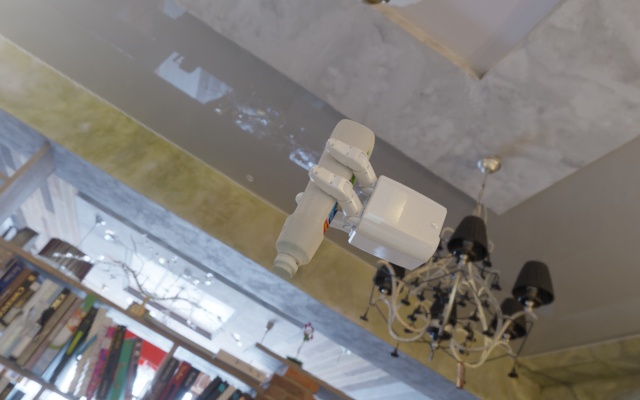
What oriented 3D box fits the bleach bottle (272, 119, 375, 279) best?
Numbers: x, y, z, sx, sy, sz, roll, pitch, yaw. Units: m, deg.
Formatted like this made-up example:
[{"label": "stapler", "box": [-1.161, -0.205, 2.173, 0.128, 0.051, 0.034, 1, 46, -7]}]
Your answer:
[{"label": "bleach bottle", "box": [0.000, 0.002, 0.672, 0.068, 0.250, 0.103, 25, -33, 5]}]
